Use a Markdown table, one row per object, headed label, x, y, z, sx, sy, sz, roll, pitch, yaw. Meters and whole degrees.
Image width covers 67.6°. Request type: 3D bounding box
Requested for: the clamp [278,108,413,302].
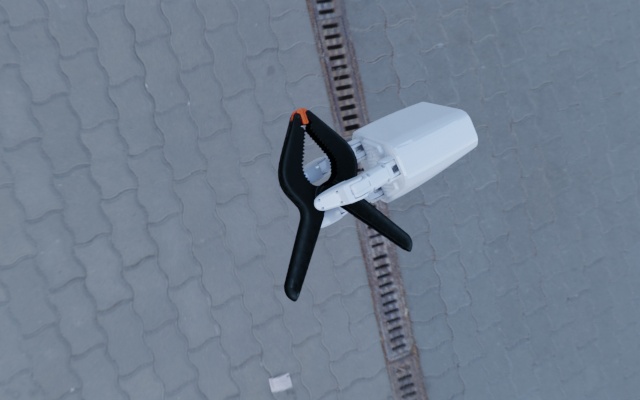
| label | x | y | z | sx | sy | sz | roll | pitch | yaw |
| --- | --- | --- | --- | --- | --- | --- | --- | --- | --- |
| clamp | 0.000 | 0.001 | 0.544 | 0.164 | 0.210 | 0.036 | -28 | 10 | -16 |
